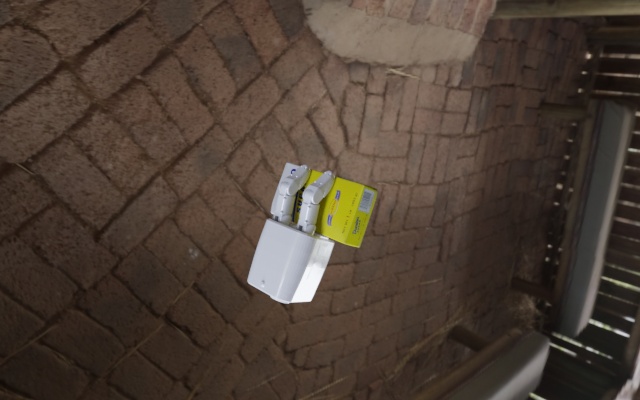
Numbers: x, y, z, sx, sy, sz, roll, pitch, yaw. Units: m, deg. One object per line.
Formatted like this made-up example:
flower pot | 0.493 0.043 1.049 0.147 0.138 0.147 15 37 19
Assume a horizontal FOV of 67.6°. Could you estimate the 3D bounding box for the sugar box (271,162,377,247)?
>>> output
sugar box | 0.000 0.003 0.758 0.176 0.093 0.048 18 0 40
